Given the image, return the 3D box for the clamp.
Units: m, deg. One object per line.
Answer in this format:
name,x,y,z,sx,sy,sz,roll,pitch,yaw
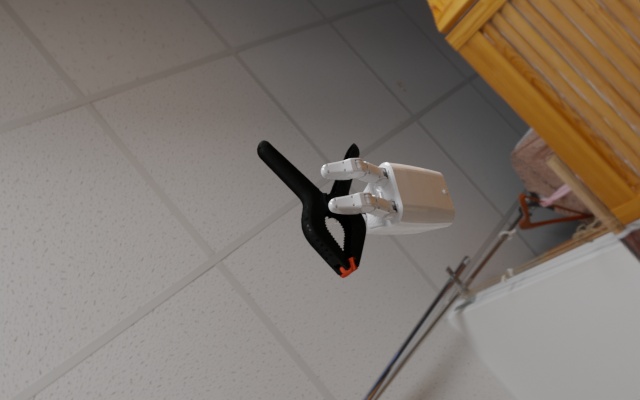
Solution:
clamp,0.000,0.003,0.652,0.164,0.210,0.036,4,-30,-27
